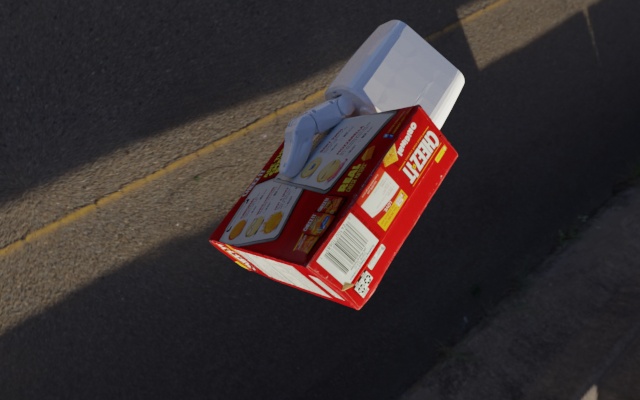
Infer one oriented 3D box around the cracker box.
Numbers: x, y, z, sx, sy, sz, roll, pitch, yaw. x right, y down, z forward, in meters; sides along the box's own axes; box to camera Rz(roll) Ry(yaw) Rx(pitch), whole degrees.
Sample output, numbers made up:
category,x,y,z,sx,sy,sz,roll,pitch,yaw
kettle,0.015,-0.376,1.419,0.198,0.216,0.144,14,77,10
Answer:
category,x,y,z,sx,sy,sz,roll,pitch,yaw
cracker box,0.000,0.001,0.458,0.072,0.164,0.213,44,-21,-25
